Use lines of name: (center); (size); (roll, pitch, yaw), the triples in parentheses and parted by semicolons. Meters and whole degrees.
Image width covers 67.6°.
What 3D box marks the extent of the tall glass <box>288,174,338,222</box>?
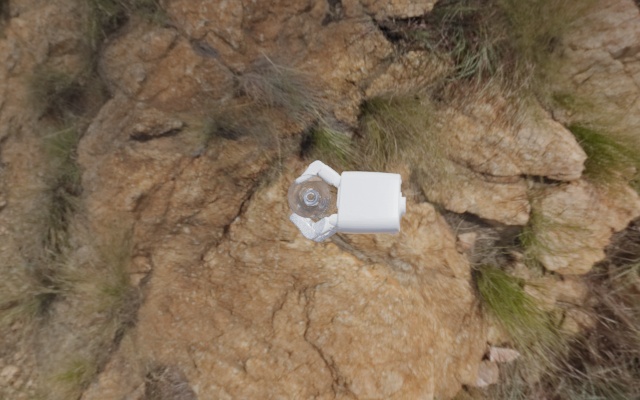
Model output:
tall glass: (0.000, 0.003, 0.891); (0.079, 0.079, 0.201); (0, -6, 11)
